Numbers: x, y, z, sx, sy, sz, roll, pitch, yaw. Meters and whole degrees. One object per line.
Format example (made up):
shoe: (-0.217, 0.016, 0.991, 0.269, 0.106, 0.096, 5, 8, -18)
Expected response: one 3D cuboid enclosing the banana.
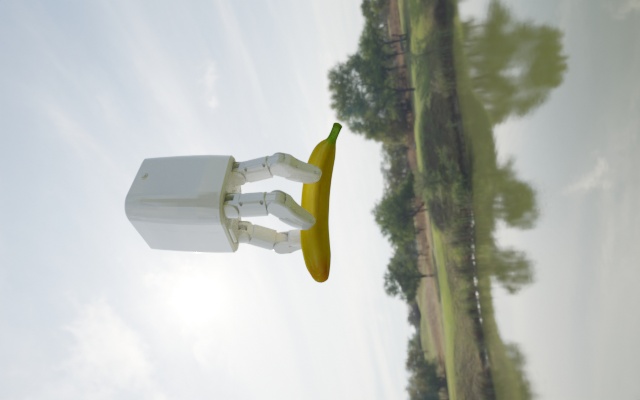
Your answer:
banana: (-0.003, 0.006, 0.565, 0.037, 0.197, 0.070, 8, -23, -9)
